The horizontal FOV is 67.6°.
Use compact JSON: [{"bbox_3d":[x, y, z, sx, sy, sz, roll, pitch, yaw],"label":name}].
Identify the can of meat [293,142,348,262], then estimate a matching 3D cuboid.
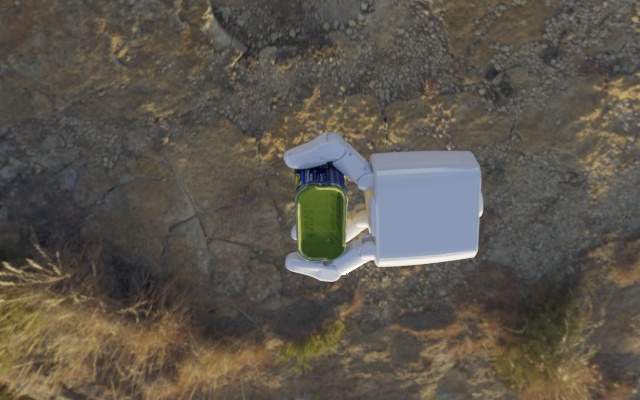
[{"bbox_3d":[0.000,0.002,0.507,0.057,0.102,0.084,-2,35,-1],"label":"can of meat"}]
